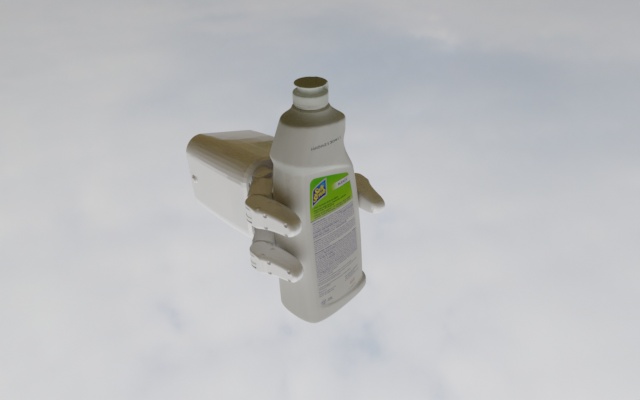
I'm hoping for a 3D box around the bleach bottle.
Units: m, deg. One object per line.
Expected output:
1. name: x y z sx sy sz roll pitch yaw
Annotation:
1. bleach bottle: 0.000 0.002 0.473 0.068 0.251 0.102 26 42 34
